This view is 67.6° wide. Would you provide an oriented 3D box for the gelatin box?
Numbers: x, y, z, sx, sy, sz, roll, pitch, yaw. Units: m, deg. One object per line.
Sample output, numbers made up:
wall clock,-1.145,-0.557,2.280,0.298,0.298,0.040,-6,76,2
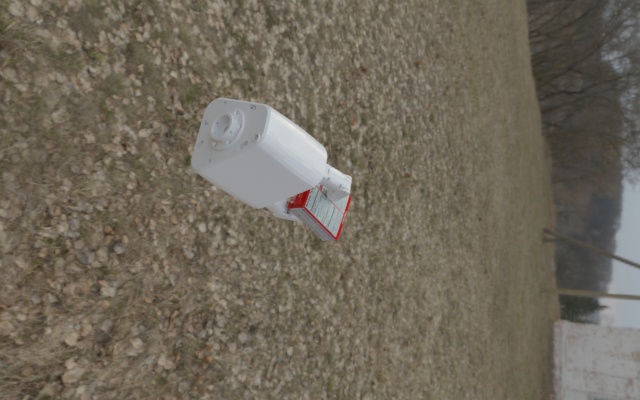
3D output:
gelatin box,0.001,0.002,0.644,0.030,0.073,0.089,-6,-38,38
